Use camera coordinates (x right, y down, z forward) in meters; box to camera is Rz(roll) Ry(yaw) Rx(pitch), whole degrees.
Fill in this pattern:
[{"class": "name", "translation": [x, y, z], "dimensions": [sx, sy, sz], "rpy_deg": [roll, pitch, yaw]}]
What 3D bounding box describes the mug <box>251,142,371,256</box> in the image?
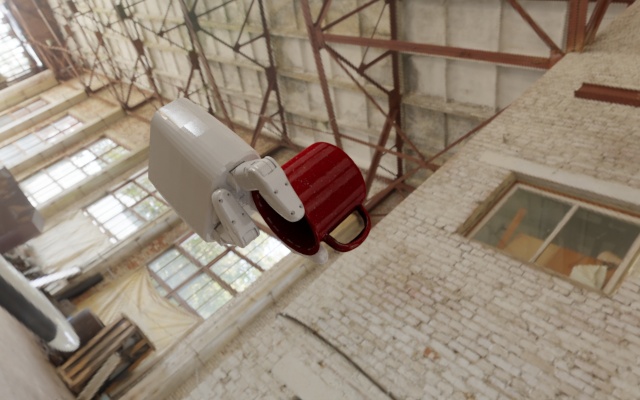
[{"class": "mug", "translation": [0.001, 0.002, 0.475], "dimensions": [0.081, 0.117, 0.093], "rpy_deg": [-40, -20, -27]}]
